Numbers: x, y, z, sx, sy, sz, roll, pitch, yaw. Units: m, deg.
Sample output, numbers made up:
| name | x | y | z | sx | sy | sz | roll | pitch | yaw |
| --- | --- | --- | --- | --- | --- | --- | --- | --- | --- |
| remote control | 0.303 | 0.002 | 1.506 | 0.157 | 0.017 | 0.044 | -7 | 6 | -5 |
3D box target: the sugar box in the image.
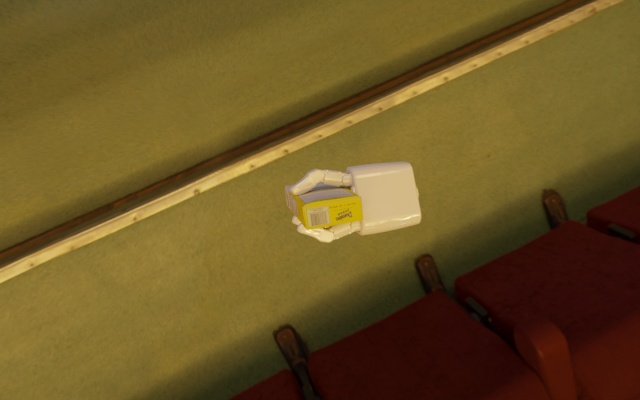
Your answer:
| name | x | y | z | sx | sy | sz | roll | pitch | yaw |
| --- | --- | --- | --- | --- | --- | --- | --- | --- | --- |
| sugar box | 0.000 | 0.003 | 0.802 | 0.093 | 0.048 | 0.176 | -9 | 11 | -11 |
